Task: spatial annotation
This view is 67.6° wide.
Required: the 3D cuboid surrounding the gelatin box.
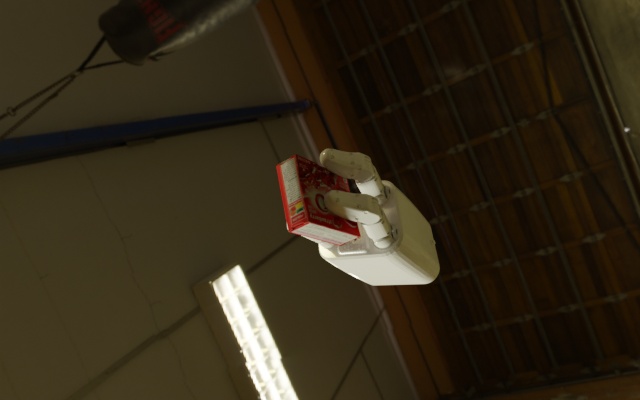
[{"bbox_3d":[0.000,0.002,0.481,0.030,0.073,0.089,-27,-29,30],"label":"gelatin box"}]
